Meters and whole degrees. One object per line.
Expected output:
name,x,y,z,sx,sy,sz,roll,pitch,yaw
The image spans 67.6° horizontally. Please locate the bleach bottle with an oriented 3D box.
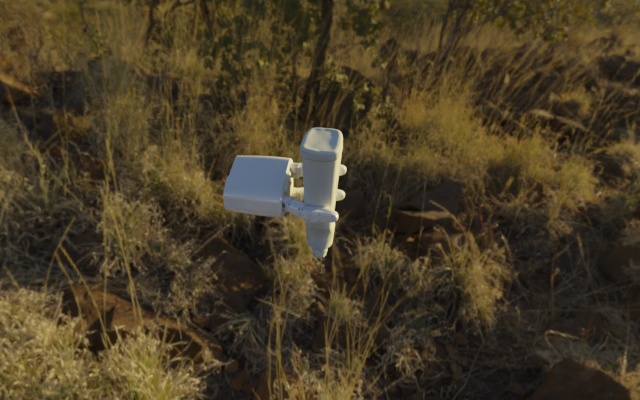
bleach bottle,0.000,0.003,0.857,0.068,0.251,0.102,6,33,6
